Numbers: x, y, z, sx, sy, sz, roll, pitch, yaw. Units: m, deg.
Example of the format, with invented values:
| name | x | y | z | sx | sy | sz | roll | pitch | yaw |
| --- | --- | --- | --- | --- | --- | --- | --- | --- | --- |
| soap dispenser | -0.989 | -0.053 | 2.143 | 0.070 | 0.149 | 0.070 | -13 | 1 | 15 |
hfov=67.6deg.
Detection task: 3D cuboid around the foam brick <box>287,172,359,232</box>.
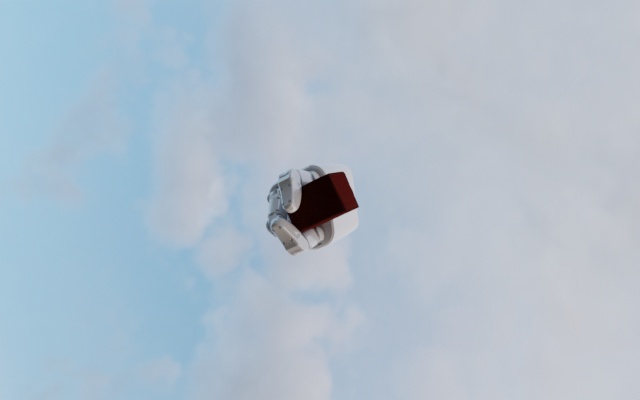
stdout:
| name | x | y | z | sx | sy | sz | roll | pitch | yaw |
| --- | --- | --- | --- | --- | --- | --- | --- | --- | --- |
| foam brick | 0.000 | 0.002 | 0.613 | 0.078 | 0.053 | 0.051 | -25 | -6 | 27 |
